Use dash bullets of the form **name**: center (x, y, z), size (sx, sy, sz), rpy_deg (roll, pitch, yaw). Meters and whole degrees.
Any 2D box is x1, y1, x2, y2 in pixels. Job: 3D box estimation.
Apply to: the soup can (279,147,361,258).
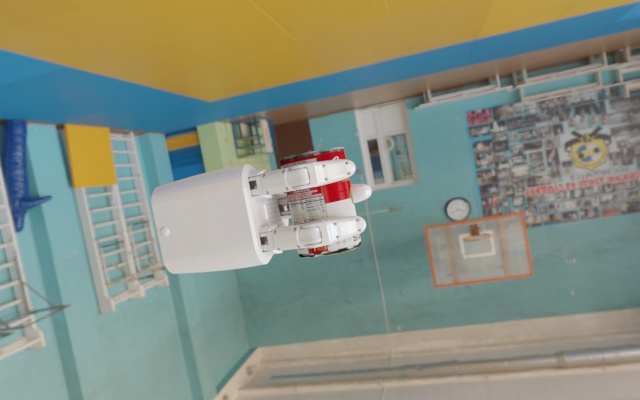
- **soup can**: center (0.001, 0.002, 0.489), size (0.068, 0.102, 0.068), rpy_deg (-11, 2, 0)
